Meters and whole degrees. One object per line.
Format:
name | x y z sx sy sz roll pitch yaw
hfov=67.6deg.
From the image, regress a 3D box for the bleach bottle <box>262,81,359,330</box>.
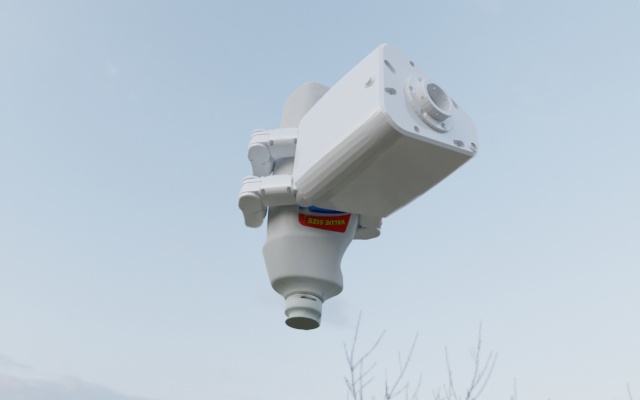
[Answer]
bleach bottle | 0.000 0.001 0.460 0.102 0.250 0.068 26 -41 -27
